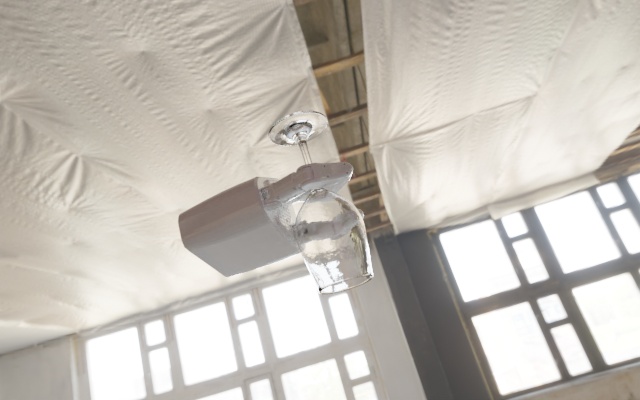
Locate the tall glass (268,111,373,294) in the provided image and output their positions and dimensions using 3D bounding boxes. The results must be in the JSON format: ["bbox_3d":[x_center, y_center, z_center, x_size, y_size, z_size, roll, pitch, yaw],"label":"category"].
[{"bbox_3d":[0.000,0.001,0.546,0.079,0.201,0.079,-15,-20,-6],"label":"tall glass"}]
